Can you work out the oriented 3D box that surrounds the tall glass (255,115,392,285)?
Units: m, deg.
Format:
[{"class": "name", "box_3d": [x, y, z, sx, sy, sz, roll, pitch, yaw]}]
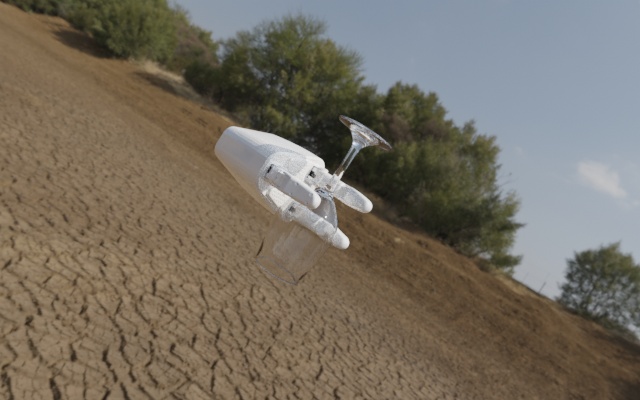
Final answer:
[{"class": "tall glass", "box_3d": [0.001, 0.001, 0.577, 0.079, 0.201, 0.079, 33, 1, -1]}]
